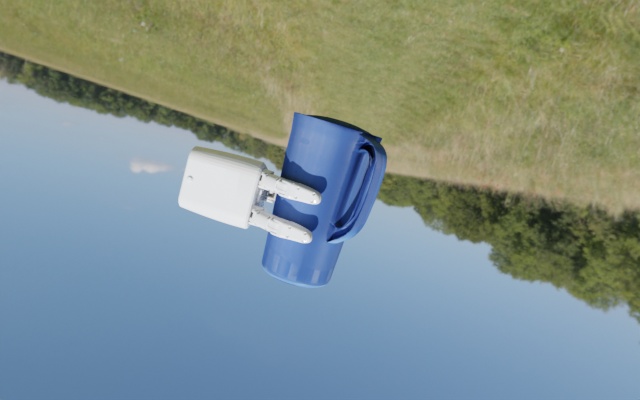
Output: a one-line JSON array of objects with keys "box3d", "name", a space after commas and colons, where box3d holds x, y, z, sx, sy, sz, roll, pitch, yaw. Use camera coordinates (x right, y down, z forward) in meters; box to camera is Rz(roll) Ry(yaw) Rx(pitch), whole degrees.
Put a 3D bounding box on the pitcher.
[{"box3d": [0.000, 0.002, 0.698, 0.145, 0.243, 0.149, 16, 8, 2], "name": "pitcher"}]
